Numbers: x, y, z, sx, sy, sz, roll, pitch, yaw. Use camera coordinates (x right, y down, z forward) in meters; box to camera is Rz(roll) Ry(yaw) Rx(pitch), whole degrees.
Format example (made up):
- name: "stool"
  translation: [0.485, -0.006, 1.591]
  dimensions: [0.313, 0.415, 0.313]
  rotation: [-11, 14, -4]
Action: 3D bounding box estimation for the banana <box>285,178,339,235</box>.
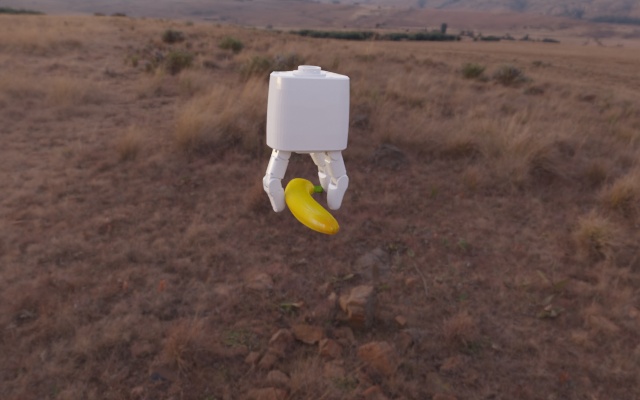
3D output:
- name: "banana"
  translation: [-0.019, 0.000, 0.718]
  dimensions: [0.069, 0.037, 0.197]
  rotation: [2, 20, -7]
